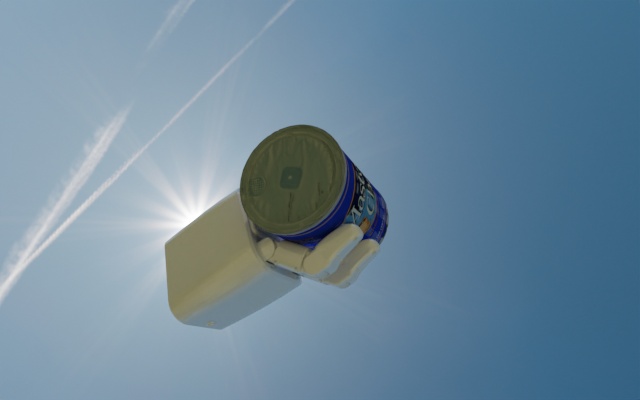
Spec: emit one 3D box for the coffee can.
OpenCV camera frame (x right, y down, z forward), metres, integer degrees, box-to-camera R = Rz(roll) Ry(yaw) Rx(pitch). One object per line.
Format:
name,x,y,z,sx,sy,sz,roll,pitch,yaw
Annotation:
coffee can,0.000,0.001,0.476,0.103,0.102,0.140,0,-19,24
